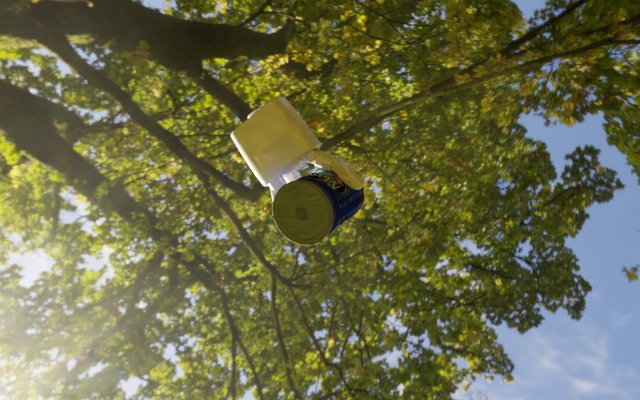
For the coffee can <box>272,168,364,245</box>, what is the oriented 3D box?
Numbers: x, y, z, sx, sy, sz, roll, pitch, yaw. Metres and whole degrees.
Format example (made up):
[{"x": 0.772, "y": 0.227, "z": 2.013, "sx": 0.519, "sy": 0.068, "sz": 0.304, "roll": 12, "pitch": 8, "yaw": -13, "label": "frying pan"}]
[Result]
[{"x": 0.000, "y": 0.003, "z": 0.785, "sx": 0.103, "sy": 0.103, "sz": 0.140, "roll": 0, "pitch": 15, "yaw": 26, "label": "coffee can"}]
